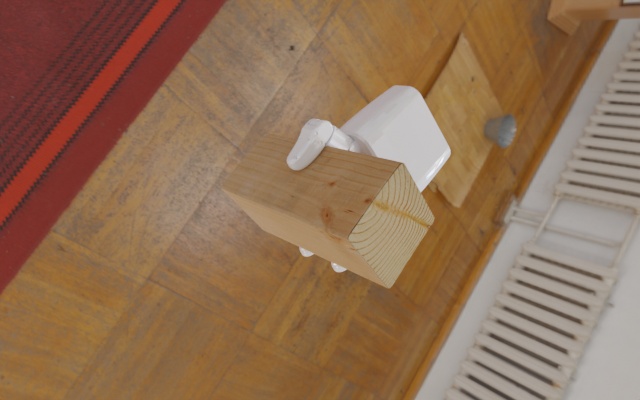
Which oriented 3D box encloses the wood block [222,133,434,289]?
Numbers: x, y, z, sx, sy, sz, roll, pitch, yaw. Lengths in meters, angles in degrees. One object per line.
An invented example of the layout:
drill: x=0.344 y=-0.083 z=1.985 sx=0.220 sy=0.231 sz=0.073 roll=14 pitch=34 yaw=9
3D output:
wood block: x=0.000 y=0.001 z=0.508 sx=0.206 sy=0.090 sz=0.091 roll=19 pitch=-25 yaw=46
